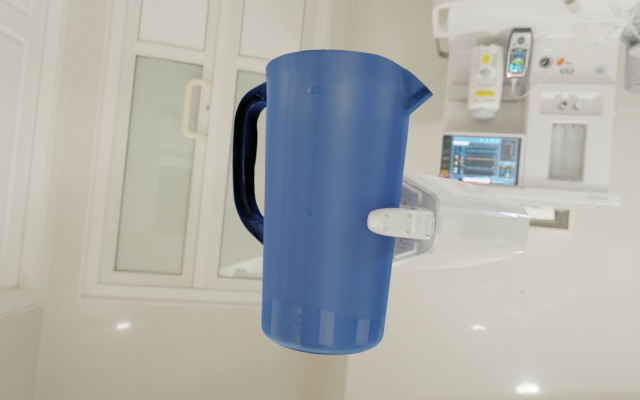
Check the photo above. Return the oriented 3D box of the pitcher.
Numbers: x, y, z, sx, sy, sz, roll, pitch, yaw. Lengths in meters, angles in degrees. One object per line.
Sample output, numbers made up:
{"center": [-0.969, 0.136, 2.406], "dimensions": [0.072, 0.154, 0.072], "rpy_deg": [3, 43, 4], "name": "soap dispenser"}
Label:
{"center": [0.000, 0.001, 0.428], "dimensions": [0.145, 0.243, 0.149], "rpy_deg": [5, -1, -21], "name": "pitcher"}
